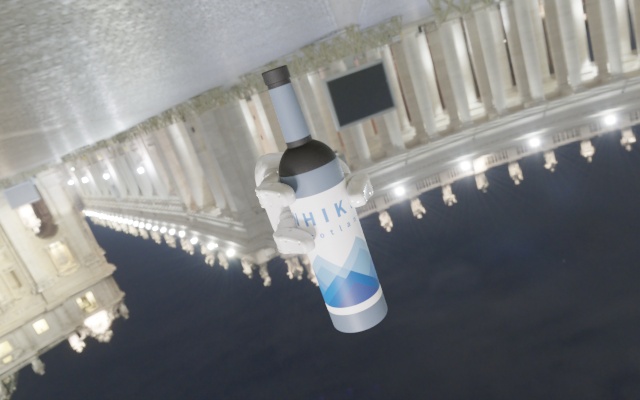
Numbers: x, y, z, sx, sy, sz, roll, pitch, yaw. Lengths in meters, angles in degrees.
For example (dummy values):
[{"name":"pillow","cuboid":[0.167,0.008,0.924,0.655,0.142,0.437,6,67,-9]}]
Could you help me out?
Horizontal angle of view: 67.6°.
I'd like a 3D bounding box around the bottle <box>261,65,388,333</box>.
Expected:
[{"name":"bottle","cuboid":[0.000,0.002,0.519,0.069,0.296,0.069,-18,16,5]}]
